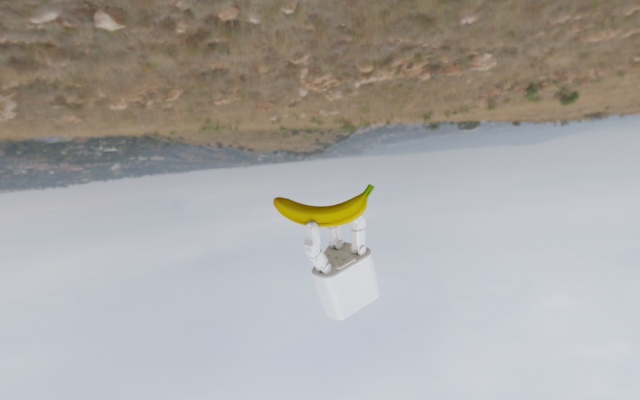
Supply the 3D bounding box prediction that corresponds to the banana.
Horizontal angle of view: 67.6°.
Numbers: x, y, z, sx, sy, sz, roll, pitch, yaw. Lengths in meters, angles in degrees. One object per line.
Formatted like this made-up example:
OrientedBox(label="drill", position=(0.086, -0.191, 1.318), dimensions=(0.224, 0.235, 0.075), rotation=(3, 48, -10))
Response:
OrientedBox(label="banana", position=(0.000, 0.017, 0.849), dimensions=(0.198, 0.069, 0.037), rotation=(-6, -41, 22))
